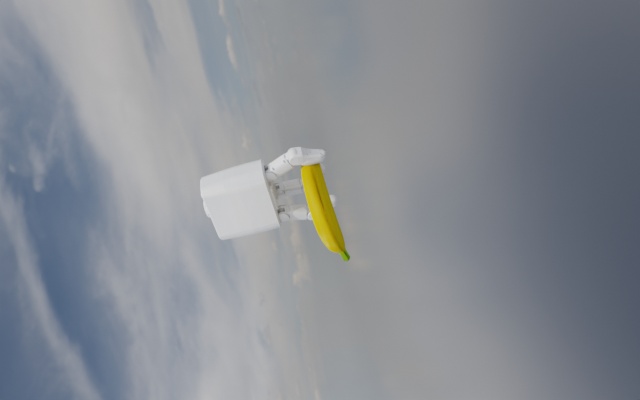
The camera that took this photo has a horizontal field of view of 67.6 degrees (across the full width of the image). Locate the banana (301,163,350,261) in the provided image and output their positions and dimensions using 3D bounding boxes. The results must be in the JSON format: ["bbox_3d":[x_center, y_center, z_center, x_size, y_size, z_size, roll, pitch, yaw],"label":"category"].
[{"bbox_3d":[-0.001,0.000,0.751,0.037,0.197,0.070,-18,-18,2],"label":"banana"}]
